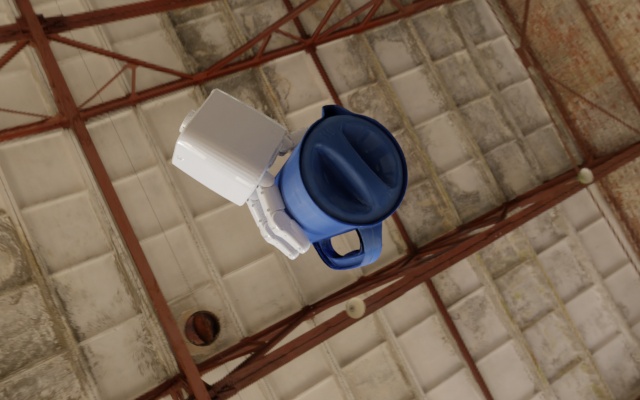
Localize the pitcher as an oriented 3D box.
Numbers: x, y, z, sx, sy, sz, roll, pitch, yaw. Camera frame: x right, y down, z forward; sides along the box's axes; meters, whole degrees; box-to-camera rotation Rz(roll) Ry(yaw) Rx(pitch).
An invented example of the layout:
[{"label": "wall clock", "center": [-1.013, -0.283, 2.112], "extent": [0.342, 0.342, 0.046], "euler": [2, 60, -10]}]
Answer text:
[{"label": "pitcher", "center": [0.000, 0.002, 0.624], "extent": [0.145, 0.149, 0.243], "euler": [32, -24, -10]}]
